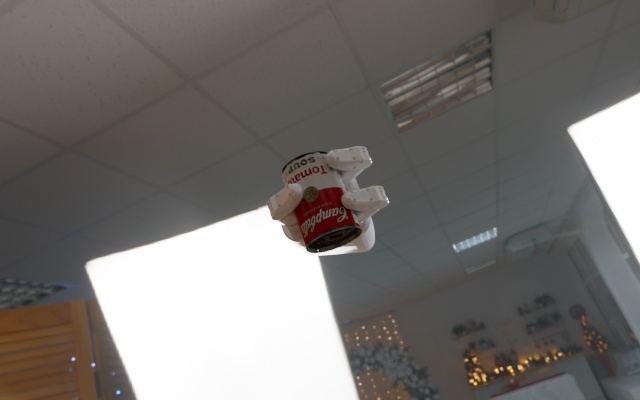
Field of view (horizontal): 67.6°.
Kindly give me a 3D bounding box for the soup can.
[{"bbox_3d":[0.000,0.001,0.562,0.068,0.102,0.068,-17,-22,-7],"label":"soup can"}]
